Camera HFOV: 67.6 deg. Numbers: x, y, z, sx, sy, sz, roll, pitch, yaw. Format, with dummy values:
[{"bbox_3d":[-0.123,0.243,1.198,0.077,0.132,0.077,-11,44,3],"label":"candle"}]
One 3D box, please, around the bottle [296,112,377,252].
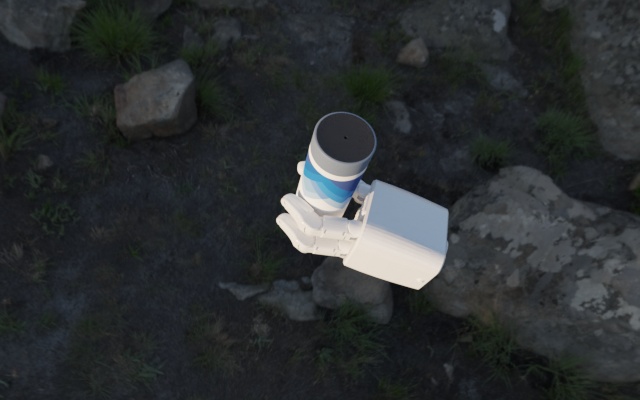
[{"bbox_3d":[0.000,0.002,0.619,0.069,0.069,0.296,0,-27,-11],"label":"bottle"}]
